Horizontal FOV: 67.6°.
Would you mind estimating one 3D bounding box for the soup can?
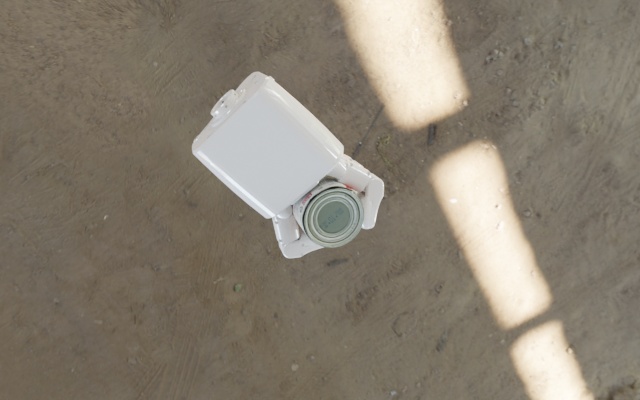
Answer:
[{"bbox_3d":[0.000,0.002,0.527,0.068,0.068,0.102,0,19,-18],"label":"soup can"}]
